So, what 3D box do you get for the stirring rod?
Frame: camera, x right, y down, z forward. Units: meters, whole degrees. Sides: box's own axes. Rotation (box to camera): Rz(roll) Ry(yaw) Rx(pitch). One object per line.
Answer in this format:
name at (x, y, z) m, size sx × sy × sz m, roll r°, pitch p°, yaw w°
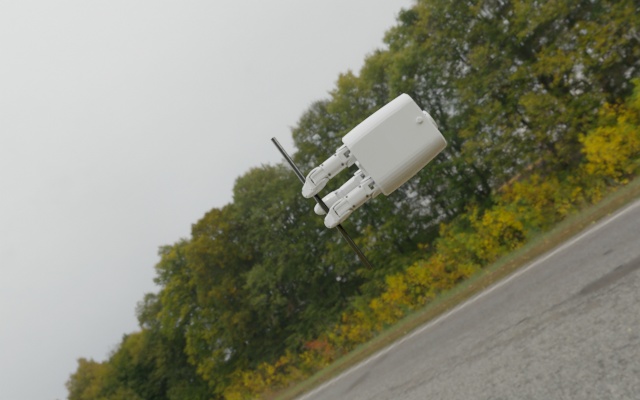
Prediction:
stirring rod at (0.000, 0.002, 0.689) m, size 0.011 × 0.239 × 0.011 m, roll -36°, pitch -10°, yaw -8°
